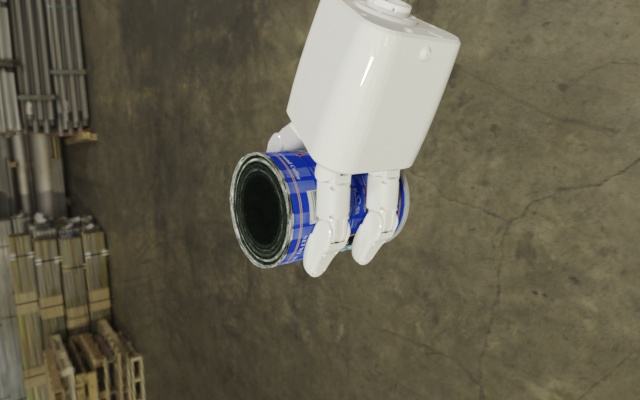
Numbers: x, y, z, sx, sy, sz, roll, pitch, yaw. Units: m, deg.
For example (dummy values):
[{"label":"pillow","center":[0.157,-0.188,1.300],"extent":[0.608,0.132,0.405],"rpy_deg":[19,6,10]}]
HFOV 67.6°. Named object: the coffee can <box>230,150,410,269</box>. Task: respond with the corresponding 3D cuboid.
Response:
[{"label":"coffee can","center":[0.000,0.002,0.456],"extent":[0.140,0.103,0.103],"rpy_deg":[-8,5,-37]}]
